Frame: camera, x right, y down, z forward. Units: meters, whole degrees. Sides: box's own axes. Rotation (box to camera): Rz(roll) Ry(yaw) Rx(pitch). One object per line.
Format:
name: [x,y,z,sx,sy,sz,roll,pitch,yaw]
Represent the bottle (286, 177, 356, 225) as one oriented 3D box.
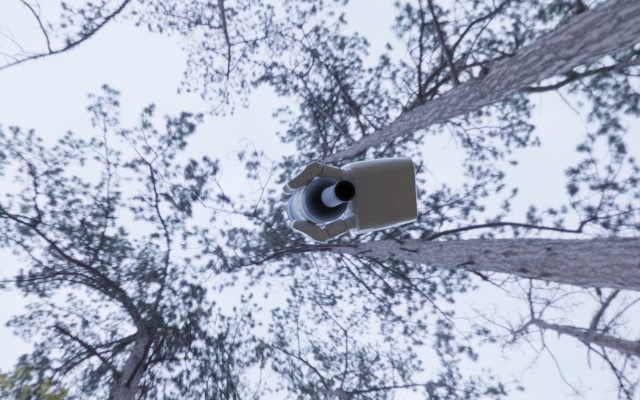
bottle: [0.000,0.002,0.737,0.069,0.069,0.296,0,-6,-12]
